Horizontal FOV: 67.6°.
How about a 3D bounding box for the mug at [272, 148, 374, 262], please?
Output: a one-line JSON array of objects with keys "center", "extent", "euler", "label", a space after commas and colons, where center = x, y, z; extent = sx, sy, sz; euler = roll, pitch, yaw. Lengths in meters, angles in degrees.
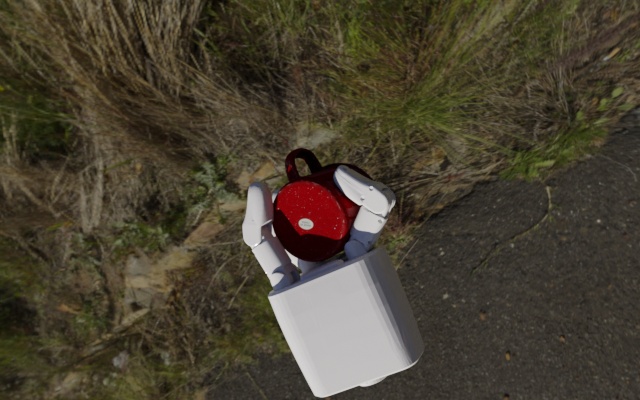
[{"center": [-0.001, 0.000, 0.474], "extent": [0.093, 0.117, 0.081], "euler": [-25, -2, 29], "label": "mug"}]
